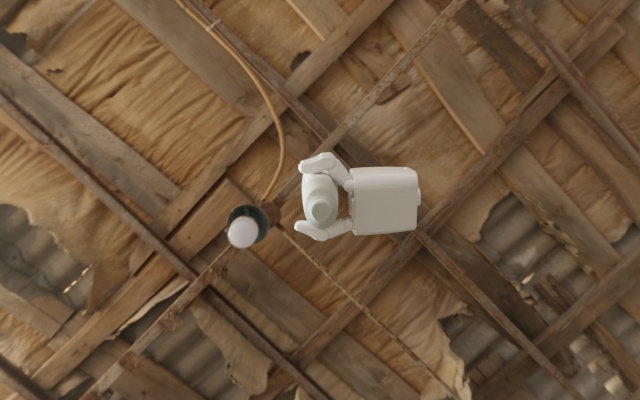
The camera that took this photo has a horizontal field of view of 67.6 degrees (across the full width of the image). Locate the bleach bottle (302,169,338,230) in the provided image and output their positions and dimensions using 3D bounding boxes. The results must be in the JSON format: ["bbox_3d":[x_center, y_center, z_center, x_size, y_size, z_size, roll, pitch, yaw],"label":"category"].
[{"bbox_3d":[0.000,0.003,0.800,0.068,0.102,0.250,-4,10,0],"label":"bleach bottle"}]
